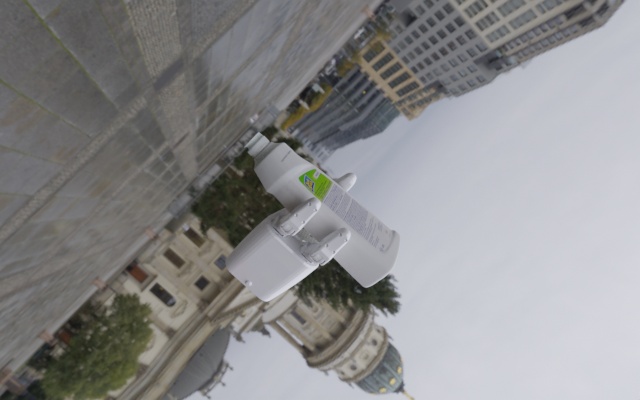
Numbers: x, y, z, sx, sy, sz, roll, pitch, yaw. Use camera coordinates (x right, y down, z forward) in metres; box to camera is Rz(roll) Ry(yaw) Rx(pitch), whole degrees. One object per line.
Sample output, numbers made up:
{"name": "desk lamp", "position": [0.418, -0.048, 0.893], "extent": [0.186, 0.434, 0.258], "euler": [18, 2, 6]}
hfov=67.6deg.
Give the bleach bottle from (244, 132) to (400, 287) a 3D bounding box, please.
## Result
{"name": "bleach bottle", "position": [0.000, 0.002, 0.654], "extent": [0.068, 0.251, 0.102], "euler": [-41, 11, 28]}
